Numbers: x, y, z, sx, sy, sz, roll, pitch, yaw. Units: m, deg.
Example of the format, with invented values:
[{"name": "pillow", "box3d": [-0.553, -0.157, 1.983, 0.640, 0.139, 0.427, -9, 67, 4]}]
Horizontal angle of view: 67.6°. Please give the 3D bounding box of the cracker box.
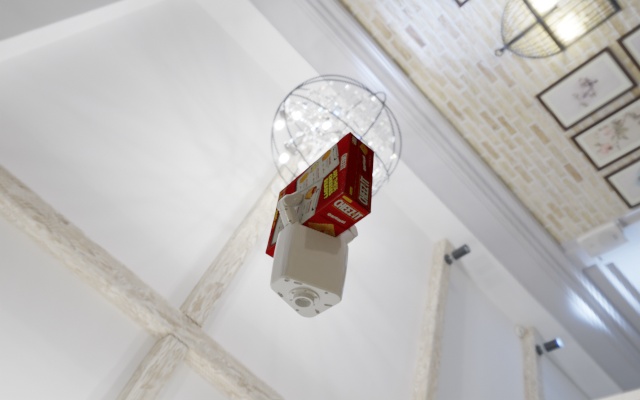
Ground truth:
[{"name": "cracker box", "box3d": [0.000, 0.003, 0.857, 0.072, 0.164, 0.214, 35, -51, -23]}]
